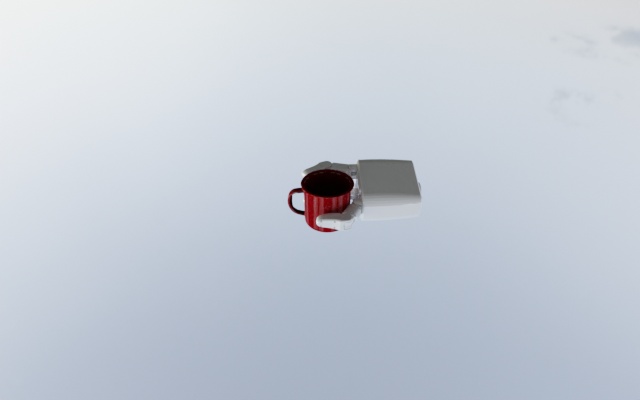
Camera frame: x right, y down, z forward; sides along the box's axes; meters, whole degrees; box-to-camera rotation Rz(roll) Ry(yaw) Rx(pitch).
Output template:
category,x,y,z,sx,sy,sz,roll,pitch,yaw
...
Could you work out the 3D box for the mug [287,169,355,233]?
category,x,y,z,sx,sy,sz,roll,pitch,yaw
mug,-0.001,0.003,0.846,0.117,0.082,0.093,-1,35,-2
